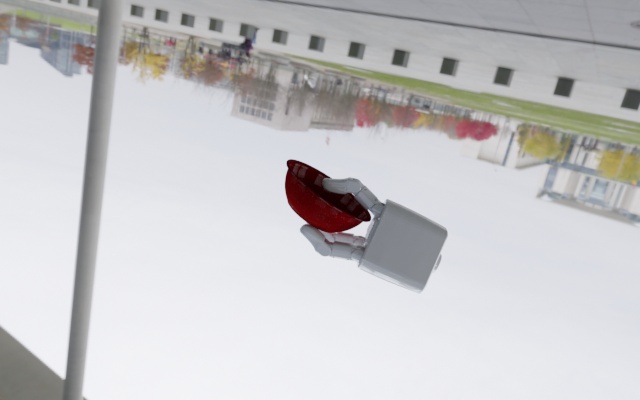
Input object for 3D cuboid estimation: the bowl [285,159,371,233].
[{"bbox_3d":[-0.001,0.002,0.756,0.162,0.055,0.162,33,14,-10],"label":"bowl"}]
